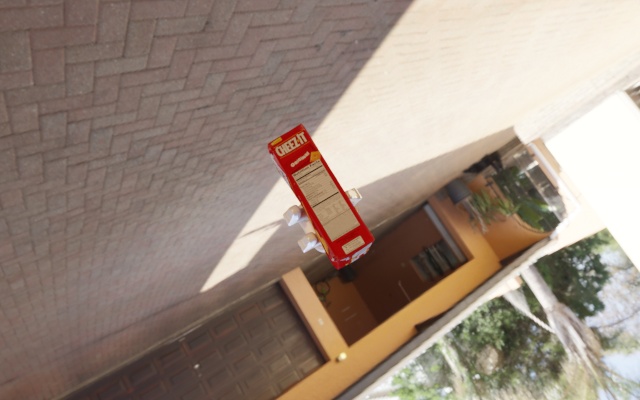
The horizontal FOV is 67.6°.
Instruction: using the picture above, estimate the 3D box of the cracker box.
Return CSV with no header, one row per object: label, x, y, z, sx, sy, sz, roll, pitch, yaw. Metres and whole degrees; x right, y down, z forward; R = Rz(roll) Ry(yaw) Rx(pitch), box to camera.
cracker box,0.000,0.003,0.784,0.072,0.213,0.164,-31,-11,-5
